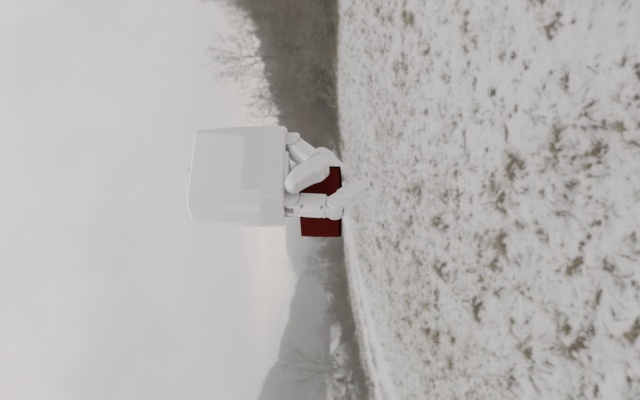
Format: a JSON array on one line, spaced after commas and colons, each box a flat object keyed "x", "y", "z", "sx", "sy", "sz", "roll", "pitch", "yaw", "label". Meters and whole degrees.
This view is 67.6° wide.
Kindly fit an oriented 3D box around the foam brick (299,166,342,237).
[{"x": 0.000, "y": 0.002, "z": 0.591, "sx": 0.051, "sy": 0.053, "sz": 0.078, "roll": -2, "pitch": -43, "yaw": -1, "label": "foam brick"}]
